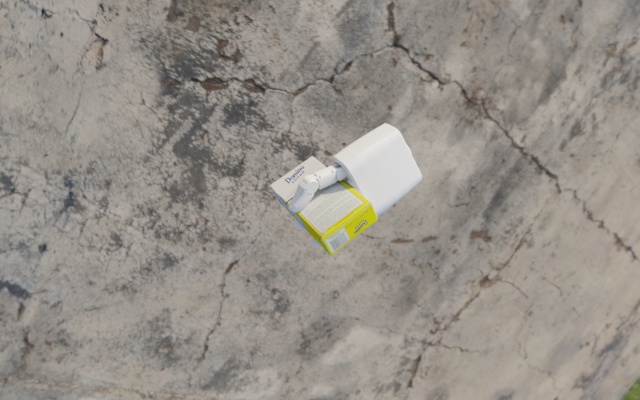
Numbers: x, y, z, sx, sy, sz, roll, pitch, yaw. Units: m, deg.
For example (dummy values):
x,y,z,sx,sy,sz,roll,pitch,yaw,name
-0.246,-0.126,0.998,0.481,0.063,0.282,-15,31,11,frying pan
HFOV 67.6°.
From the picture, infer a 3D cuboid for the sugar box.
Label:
x,y,z,sx,sy,sz,roll,pitch,yaw,name
0.000,0.003,0.752,0.093,0.048,0.176,-35,39,-10,sugar box
